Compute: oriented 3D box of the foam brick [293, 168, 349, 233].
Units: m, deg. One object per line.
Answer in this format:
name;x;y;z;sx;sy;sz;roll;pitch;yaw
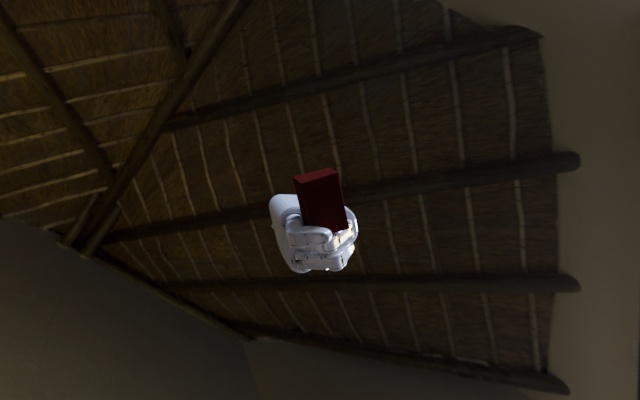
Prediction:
foam brick;0.000;0.002;0.627;0.053;0.078;0.051;-15;17;-11
